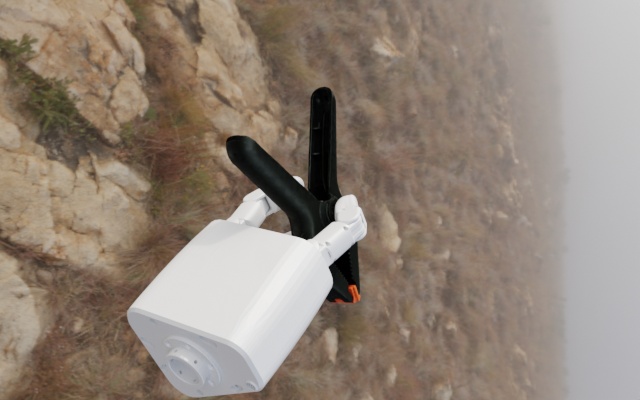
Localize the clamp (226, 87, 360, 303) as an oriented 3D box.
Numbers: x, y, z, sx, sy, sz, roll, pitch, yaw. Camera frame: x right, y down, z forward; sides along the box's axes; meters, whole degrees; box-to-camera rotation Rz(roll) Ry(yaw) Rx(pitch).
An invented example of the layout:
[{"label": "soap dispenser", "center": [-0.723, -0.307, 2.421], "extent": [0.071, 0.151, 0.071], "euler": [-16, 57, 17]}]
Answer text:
[{"label": "clamp", "center": [0.001, 0.002, 0.452], "extent": [0.036, 0.210, 0.164], "euler": [-5, 30, 32]}]
